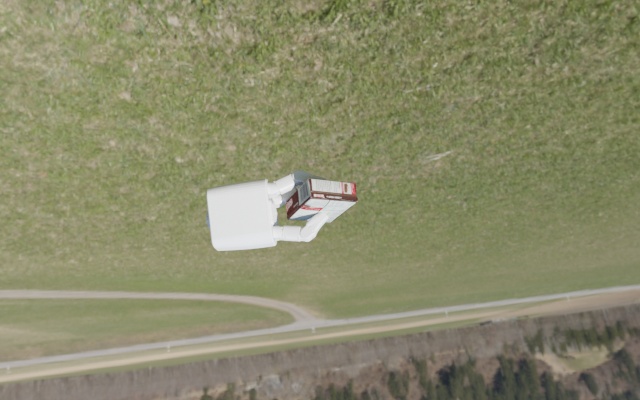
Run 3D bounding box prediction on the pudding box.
[{"bbox_3d":[0.000,0.003,0.828,0.090,0.039,0.113,4,-21,-24],"label":"pudding box"}]
